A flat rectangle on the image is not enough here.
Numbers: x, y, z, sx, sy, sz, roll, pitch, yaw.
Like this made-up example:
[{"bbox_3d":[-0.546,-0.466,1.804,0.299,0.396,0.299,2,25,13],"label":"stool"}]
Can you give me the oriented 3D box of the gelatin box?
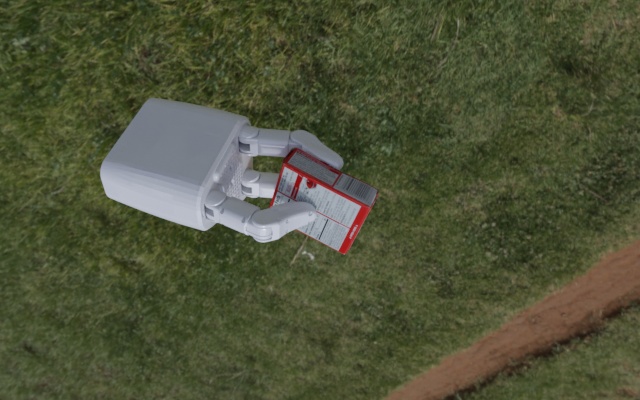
[{"bbox_3d":[0.000,0.002,0.447,0.089,0.073,0.030,27,45,5],"label":"gelatin box"}]
